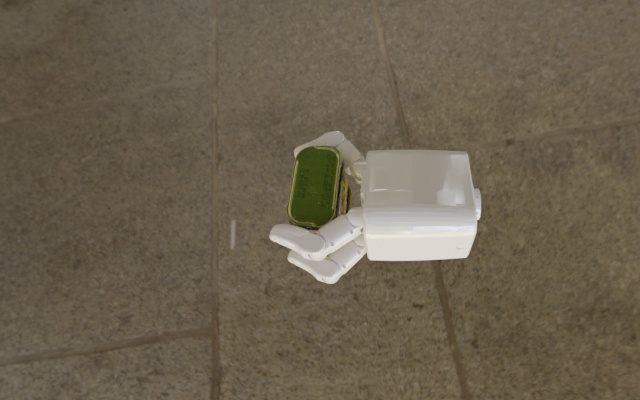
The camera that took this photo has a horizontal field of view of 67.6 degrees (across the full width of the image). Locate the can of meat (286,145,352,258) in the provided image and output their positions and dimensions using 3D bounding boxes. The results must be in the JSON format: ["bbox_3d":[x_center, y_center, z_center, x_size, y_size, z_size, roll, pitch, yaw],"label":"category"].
[{"bbox_3d":[0.000,0.001,0.527,0.057,0.102,0.084,2,-26,10],"label":"can of meat"}]
